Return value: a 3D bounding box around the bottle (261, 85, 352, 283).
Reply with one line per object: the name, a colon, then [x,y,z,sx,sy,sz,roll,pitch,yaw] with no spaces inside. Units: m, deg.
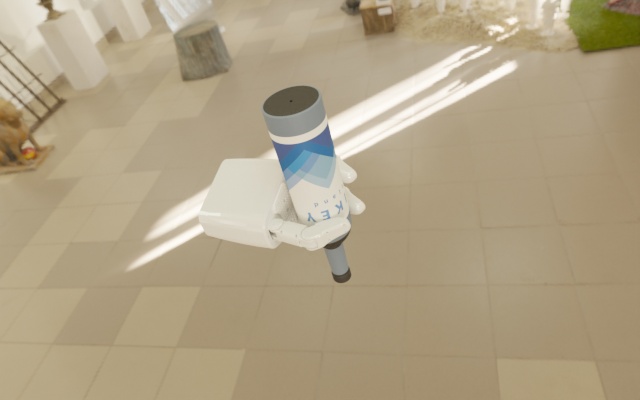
bottle: [0.000,0.002,0.604,0.069,0.296,0.069,-9,40,8]
